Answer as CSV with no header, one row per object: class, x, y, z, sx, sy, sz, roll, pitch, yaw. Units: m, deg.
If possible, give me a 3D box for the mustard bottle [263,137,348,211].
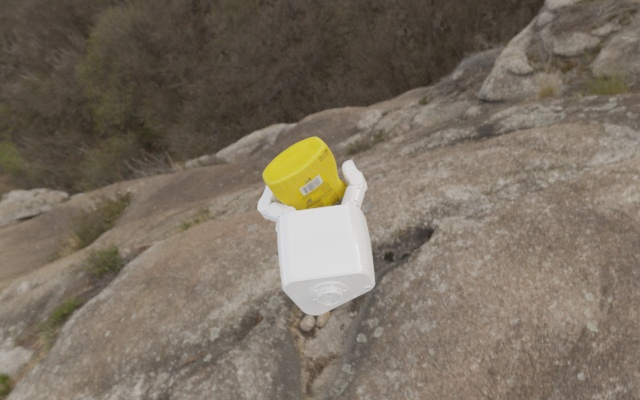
mustard bottle,0.000,0.002,0.697,0.096,0.192,0.058,-37,44,-4
